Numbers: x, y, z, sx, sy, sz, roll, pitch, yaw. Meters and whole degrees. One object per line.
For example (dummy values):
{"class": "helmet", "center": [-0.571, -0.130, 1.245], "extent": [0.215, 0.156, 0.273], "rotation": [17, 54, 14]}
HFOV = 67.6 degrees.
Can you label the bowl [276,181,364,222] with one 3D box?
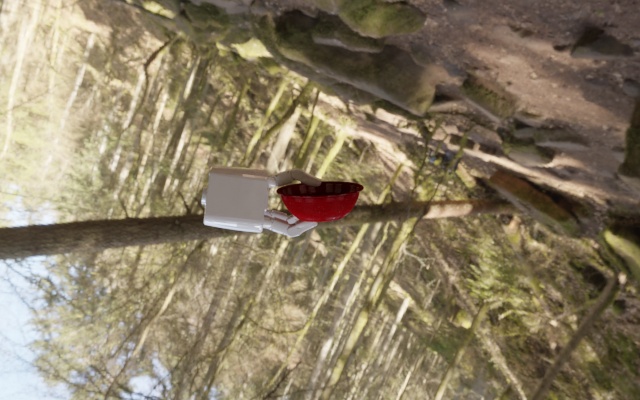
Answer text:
{"class": "bowl", "center": [0.001, 0.003, 0.882], "extent": [0.162, 0.055, 0.162], "rotation": [-3, 11, 1]}
